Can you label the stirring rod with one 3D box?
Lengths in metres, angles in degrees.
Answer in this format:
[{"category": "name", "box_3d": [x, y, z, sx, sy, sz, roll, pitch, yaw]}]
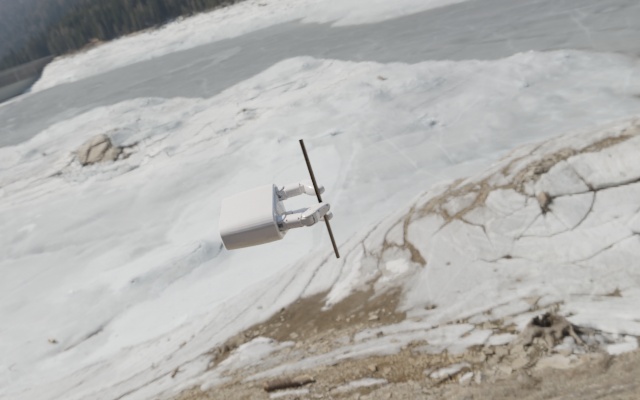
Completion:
[{"category": "stirring rod", "box_3d": [0.000, 0.003, 0.853, 0.011, 0.240, 0.011, -15, 24, 7]}]
